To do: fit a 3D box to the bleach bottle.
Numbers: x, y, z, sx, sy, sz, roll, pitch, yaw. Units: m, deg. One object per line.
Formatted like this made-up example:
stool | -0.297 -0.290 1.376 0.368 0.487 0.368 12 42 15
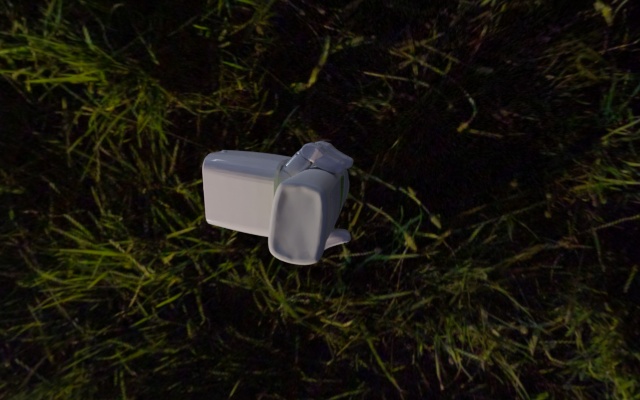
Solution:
bleach bottle | 0.000 0.002 0.660 0.068 0.102 0.251 10 12 10
